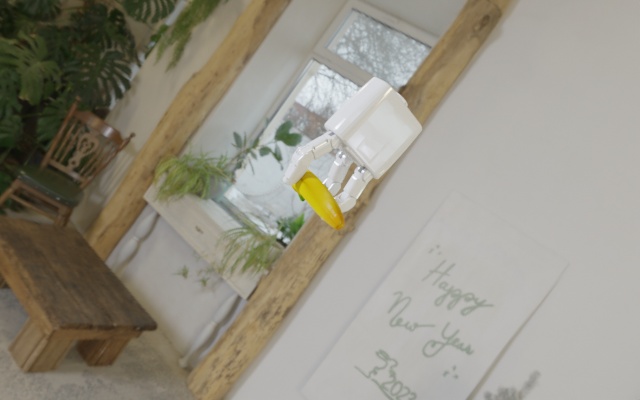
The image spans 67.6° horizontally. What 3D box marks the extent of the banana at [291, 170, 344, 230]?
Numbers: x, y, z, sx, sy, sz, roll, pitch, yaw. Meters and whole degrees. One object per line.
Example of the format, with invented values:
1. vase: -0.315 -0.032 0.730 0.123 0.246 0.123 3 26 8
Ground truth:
1. banana: -0.011 -0.013 0.715 0.037 0.070 0.197 -38 20 -4
